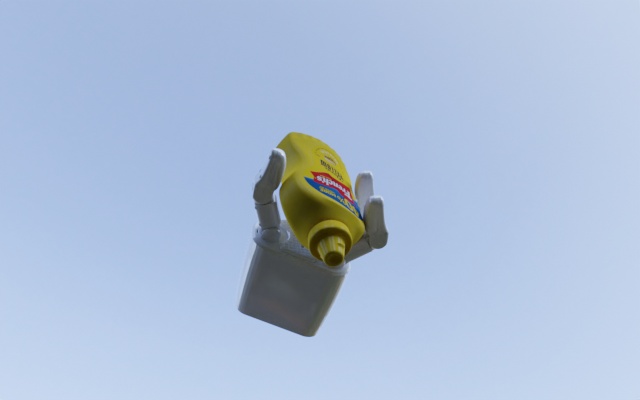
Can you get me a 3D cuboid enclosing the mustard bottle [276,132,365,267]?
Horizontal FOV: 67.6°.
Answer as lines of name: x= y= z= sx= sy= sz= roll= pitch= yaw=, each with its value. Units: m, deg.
mustard bottle: x=0.000 y=0.001 z=0.499 sx=0.096 sy=0.058 sz=0.191 roll=36 pitch=22 yaw=-26
